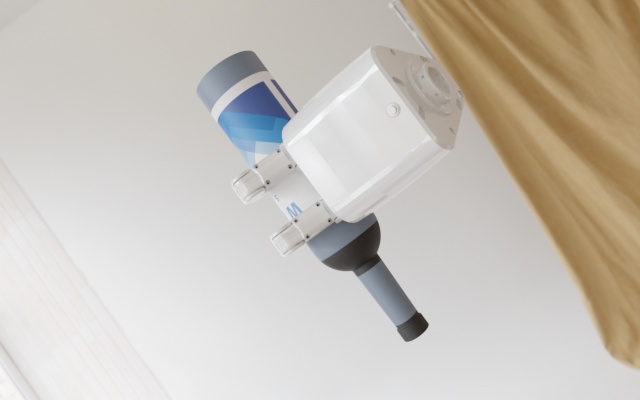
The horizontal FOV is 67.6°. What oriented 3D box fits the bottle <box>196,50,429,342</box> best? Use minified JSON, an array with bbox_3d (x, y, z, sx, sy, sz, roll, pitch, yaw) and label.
[{"bbox_3d":[0.000,0.001,0.437,0.069,0.295,0.069,-36,-2,-2],"label":"bottle"}]
